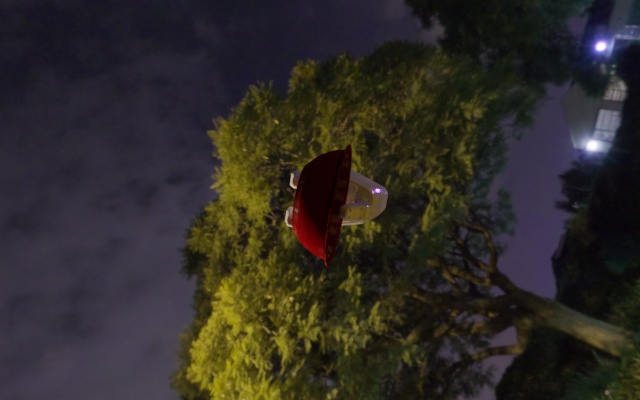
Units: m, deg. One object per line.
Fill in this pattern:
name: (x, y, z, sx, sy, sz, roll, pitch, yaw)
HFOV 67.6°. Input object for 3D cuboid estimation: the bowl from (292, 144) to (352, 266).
bowl: (0.000, 0.002, 0.629, 0.055, 0.162, 0.162, 10, 1, 7)
